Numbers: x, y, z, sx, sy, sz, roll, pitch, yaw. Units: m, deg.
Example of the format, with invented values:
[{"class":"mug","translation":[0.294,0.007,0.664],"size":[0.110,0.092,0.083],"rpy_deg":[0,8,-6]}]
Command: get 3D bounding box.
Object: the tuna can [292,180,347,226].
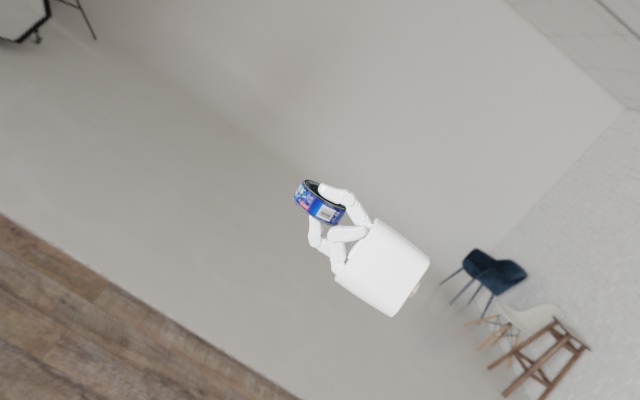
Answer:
[{"class":"tuna can","translation":[0.000,0.002,0.769],"size":[0.086,0.034,0.086],"rpy_deg":[30,15,-9]}]
